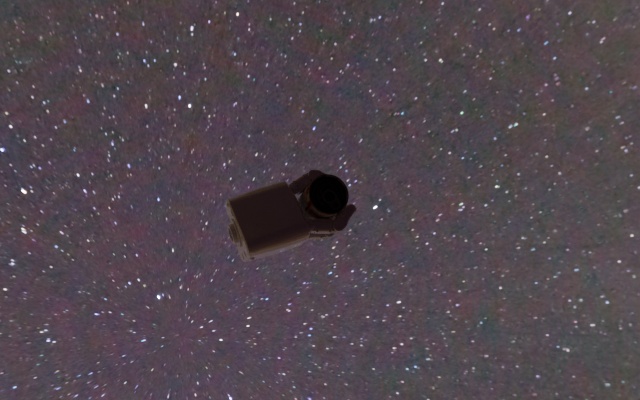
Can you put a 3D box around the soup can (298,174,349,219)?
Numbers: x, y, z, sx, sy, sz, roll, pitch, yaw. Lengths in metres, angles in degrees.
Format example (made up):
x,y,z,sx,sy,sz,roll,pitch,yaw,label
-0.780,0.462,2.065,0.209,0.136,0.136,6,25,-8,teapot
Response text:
x,y,z,sx,sy,sz,roll,pitch,yaw,label
0.000,0.003,0.822,0.068,0.068,0.102,0,-15,-16,soup can
